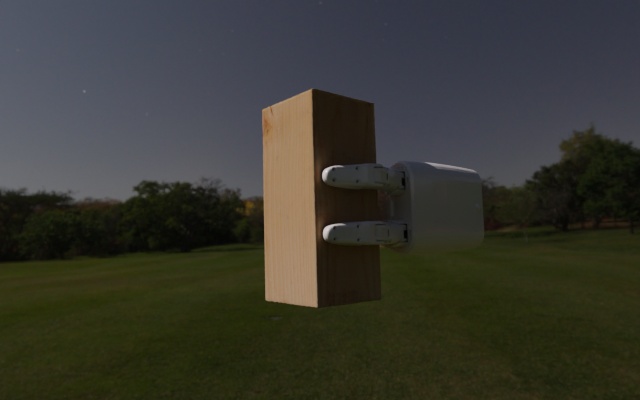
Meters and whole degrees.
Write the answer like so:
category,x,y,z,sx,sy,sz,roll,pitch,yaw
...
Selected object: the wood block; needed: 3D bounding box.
category,x,y,z,sx,sy,sz,roll,pitch,yaw
wood block,0.000,0.002,0.505,0.090,0.206,0.091,3,-7,-40
